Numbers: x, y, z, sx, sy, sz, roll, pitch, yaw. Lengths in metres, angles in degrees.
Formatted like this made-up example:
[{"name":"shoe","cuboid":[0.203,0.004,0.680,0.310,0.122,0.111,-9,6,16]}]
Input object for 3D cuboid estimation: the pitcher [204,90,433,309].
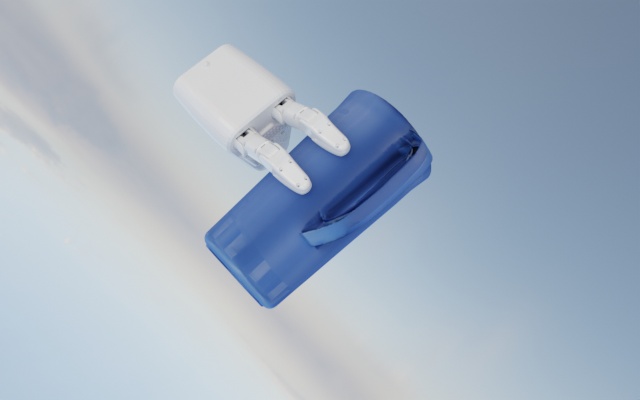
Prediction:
[{"name":"pitcher","cuboid":[0.000,0.002,0.520,0.145,0.243,0.149,43,-14,20]}]
